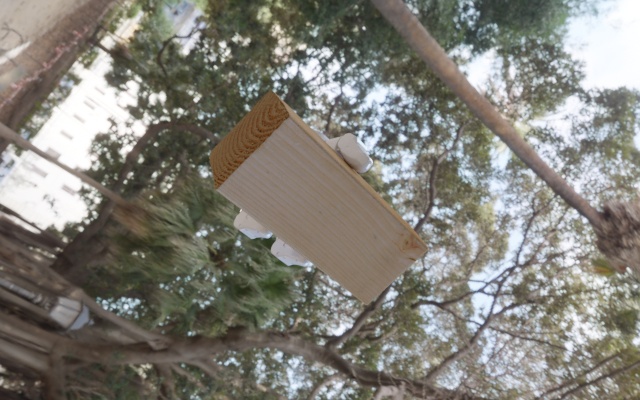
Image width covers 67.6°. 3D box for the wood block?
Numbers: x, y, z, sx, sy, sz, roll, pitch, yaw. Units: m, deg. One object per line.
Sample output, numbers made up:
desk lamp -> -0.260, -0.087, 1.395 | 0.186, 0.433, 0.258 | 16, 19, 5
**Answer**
wood block -> 0.000, 0.001, 0.475 | 0.206, 0.091, 0.090 | 41, 9, -30
